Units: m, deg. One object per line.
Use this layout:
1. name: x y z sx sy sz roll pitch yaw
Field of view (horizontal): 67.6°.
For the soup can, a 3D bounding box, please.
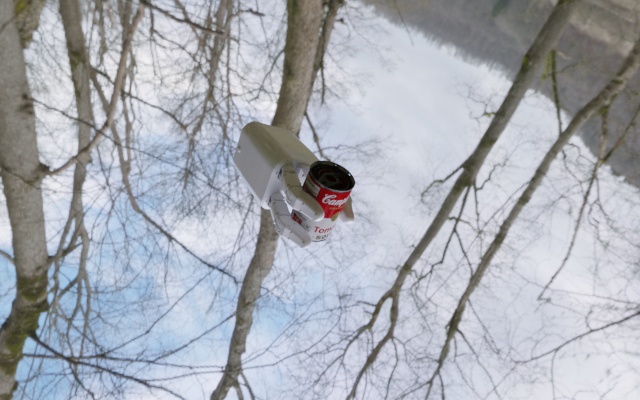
1. soup can: 0.000 0.003 0.694 0.068 0.102 0.068 16 36 -12
